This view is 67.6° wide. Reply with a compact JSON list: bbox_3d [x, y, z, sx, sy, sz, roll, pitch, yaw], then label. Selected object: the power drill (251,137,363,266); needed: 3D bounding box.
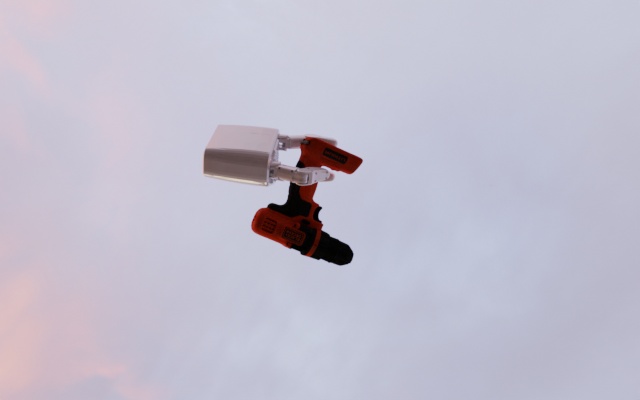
[{"bbox_3d":[0.000,0.002,0.795,0.184,0.187,0.057,23,-1,-17],"label":"power drill"}]
